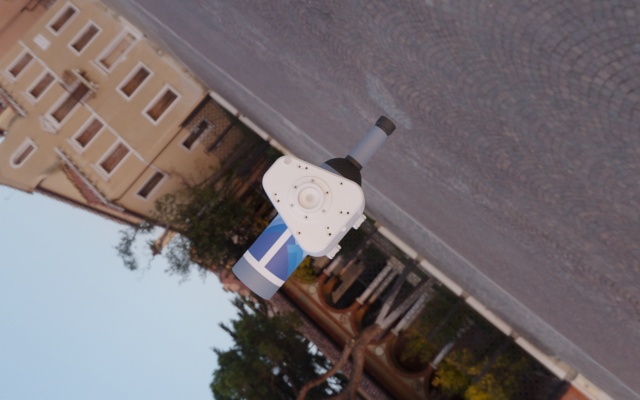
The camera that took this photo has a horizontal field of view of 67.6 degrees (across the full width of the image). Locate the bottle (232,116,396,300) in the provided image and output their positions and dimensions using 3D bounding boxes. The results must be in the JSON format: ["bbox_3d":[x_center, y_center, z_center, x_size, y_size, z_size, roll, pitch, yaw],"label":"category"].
[{"bbox_3d":[0.000,0.002,0.659,0.069,0.295,0.069,40,-3,3],"label":"bottle"}]
